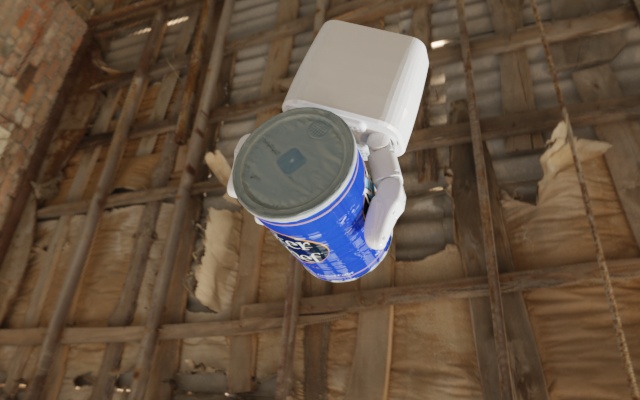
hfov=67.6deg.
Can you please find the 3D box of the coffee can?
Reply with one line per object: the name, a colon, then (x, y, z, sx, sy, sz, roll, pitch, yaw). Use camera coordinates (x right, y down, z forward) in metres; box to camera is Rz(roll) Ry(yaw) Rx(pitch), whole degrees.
coffee can: (0.000, 0.001, 0.425, 0.103, 0.102, 0.140, 0, -28, 22)
